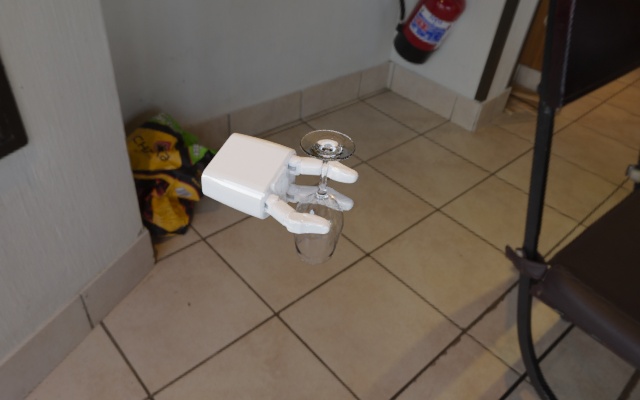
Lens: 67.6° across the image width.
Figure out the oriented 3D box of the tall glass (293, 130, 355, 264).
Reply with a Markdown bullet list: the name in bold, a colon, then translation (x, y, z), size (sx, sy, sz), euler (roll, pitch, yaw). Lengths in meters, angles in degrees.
- **tall glass**: translation (0.000, 0.002, 0.698), size (0.079, 0.201, 0.079), euler (4, 39, -3)
